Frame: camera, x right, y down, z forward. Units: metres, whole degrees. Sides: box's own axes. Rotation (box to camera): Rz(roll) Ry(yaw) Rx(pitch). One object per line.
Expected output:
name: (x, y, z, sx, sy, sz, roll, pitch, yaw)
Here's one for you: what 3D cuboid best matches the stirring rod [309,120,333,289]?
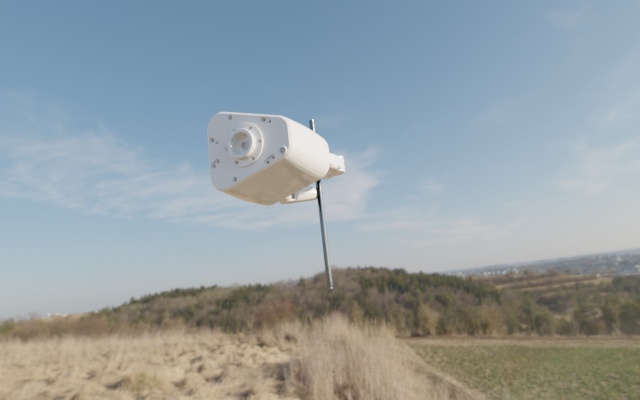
stirring rod: (0.000, 0.002, 0.669, 0.011, 0.239, 0.011, -6, -10, -1)
